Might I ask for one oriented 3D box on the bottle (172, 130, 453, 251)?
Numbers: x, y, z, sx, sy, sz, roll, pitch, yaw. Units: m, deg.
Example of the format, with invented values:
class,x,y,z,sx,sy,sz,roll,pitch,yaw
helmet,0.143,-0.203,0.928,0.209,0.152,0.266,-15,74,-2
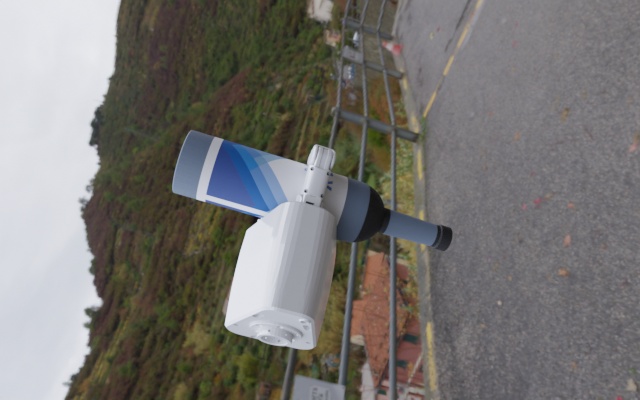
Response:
class,x,y,z,sx,sy,sz,roll,pitch,yaw
bottle,0.000,0.001,0.505,0.296,0.069,0.069,17,-3,-9
